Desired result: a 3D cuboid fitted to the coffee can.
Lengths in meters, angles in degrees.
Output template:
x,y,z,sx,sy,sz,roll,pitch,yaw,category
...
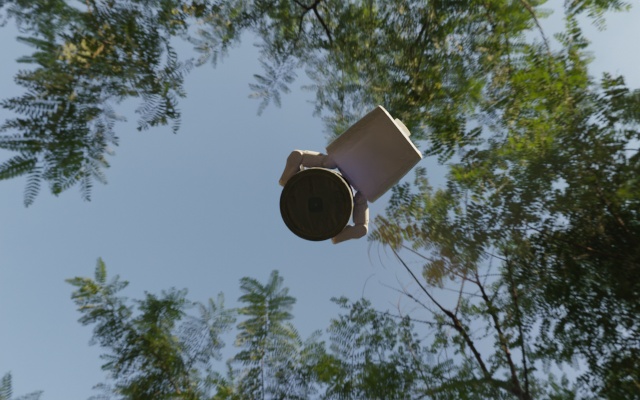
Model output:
x,y,z,sx,sy,sz,roll,pitch,yaw,category
0.000,0.003,0.728,0.103,0.103,0.140,0,3,5,coffee can
